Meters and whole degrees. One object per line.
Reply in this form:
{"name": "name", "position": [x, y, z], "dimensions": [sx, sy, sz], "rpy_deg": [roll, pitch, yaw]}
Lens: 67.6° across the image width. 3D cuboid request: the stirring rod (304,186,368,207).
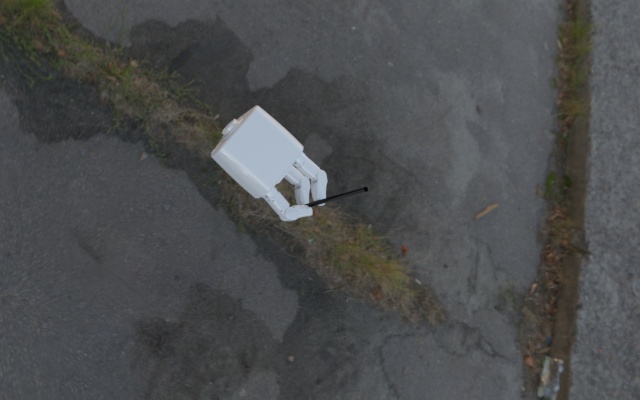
{"name": "stirring rod", "position": [0.000, 0.003, 0.802], "dimensions": [0.011, 0.011, 0.239], "rpy_deg": [0, -9, -34]}
